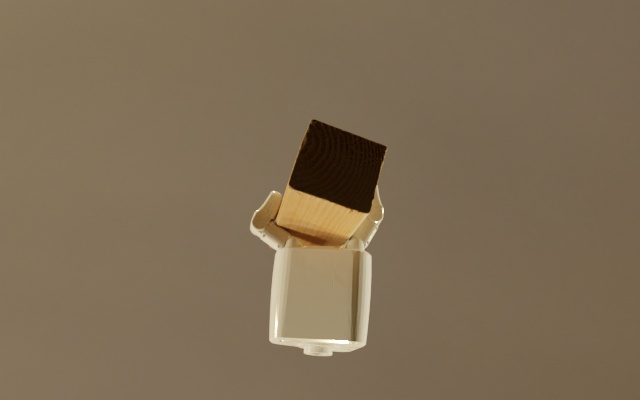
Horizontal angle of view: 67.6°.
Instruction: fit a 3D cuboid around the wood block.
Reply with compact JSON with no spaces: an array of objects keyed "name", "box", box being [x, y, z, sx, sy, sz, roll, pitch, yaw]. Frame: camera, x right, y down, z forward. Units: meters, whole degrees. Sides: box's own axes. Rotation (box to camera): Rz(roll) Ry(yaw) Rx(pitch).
[{"name":"wood block","box":[0.000,0.002,0.591,0.091,0.090,0.206,19,-25,-4]}]
